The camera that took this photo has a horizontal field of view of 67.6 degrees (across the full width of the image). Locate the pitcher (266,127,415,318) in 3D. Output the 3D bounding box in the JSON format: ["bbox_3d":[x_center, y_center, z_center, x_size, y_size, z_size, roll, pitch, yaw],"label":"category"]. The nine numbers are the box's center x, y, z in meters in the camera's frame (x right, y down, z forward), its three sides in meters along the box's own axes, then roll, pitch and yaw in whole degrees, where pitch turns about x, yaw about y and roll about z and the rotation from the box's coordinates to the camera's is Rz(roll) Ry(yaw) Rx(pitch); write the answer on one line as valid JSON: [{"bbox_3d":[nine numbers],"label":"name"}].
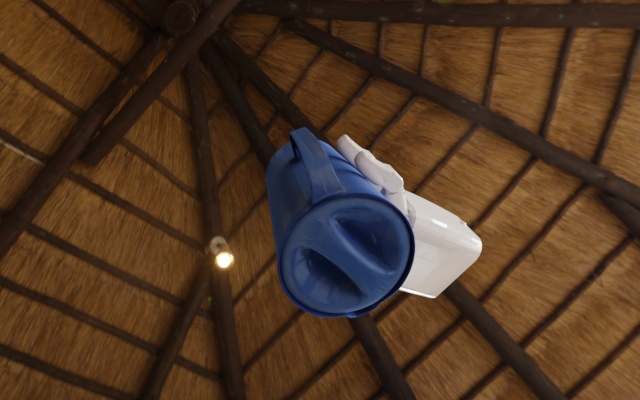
[{"bbox_3d":[0.000,0.002,0.542,0.145,0.149,0.242,22,17,-21],"label":"pitcher"}]
